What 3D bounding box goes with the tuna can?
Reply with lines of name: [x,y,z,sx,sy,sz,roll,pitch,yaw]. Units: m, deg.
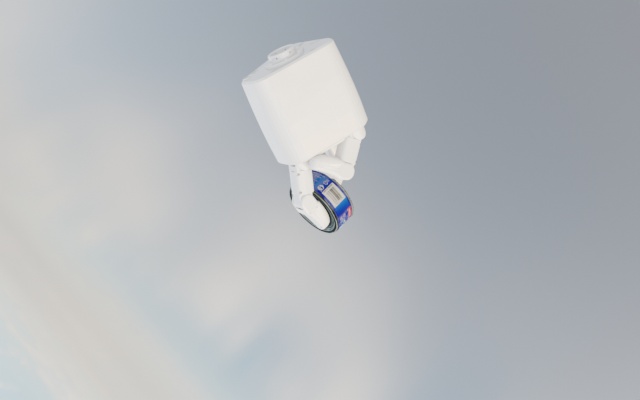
tuna can: [0.000,0.002,0.631,0.033,0.086,0.086,-45,24,-26]
